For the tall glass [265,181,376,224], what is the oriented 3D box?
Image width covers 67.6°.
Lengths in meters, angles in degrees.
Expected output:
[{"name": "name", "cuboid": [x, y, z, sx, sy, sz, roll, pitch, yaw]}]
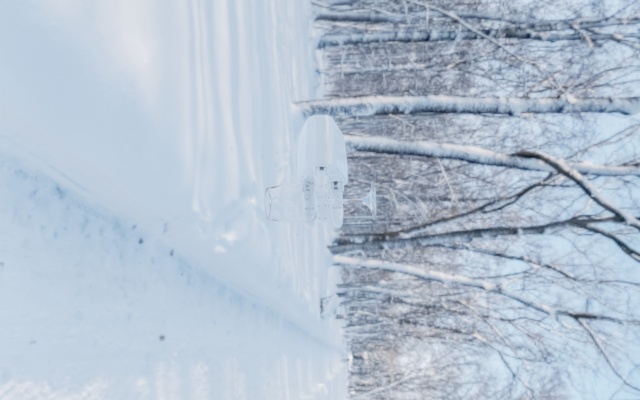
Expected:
[{"name": "tall glass", "cuboid": [0.001, 0.003, 0.888, 0.201, 0.079, 0.079, -2, 0, 2]}]
